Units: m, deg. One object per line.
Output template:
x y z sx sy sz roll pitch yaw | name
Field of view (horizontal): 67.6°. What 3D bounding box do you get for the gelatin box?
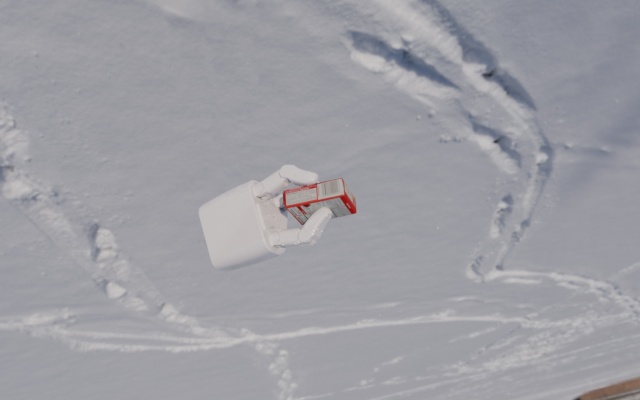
0.000 0.003 0.681 0.089 0.030 0.073 -12 -25 14 | gelatin box
